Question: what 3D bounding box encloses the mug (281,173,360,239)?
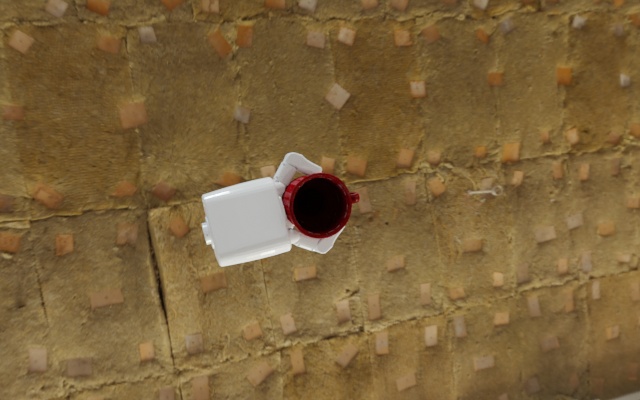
[{"bbox_3d":[0.001,0.002,0.709,0.117,0.093,0.081,-13,8,-16],"label":"mug"}]
